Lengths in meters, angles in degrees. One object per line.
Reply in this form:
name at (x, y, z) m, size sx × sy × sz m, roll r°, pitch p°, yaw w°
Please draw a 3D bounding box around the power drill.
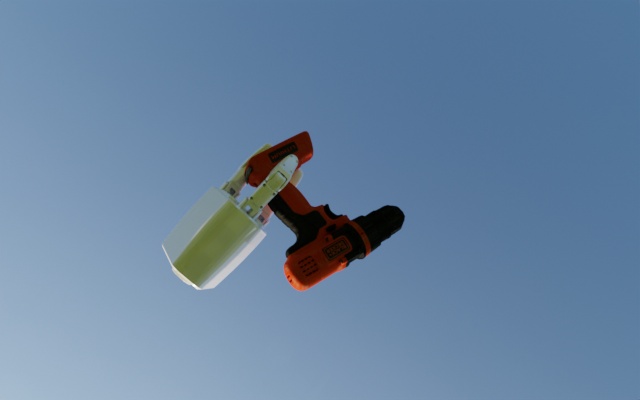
power drill at (0.000, 0.002, 0.639) m, size 0.184 × 0.187 × 0.057 m, roll -28°, pitch -14°, yaw -23°
